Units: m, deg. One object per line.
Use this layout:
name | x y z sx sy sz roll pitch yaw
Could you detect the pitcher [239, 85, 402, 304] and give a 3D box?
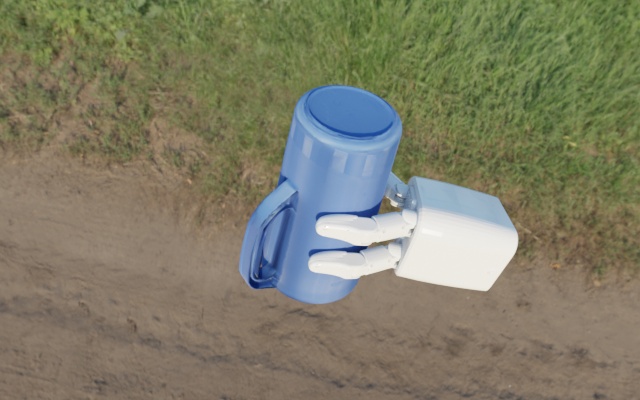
pitcher | 0.000 0.002 0.538 0.145 0.243 0.149 14 44 0
